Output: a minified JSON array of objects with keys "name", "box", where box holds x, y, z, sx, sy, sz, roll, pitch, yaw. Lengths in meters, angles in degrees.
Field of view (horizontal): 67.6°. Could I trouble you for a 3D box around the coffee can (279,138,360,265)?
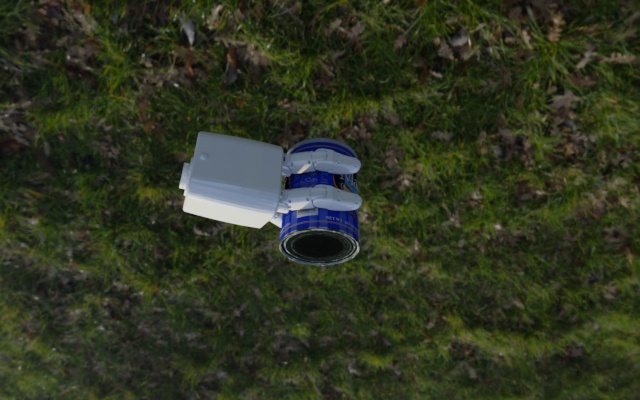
[{"name":"coffee can","box":[0.000,0.002,0.642,0.103,0.140,0.103,1,-32,1]}]
